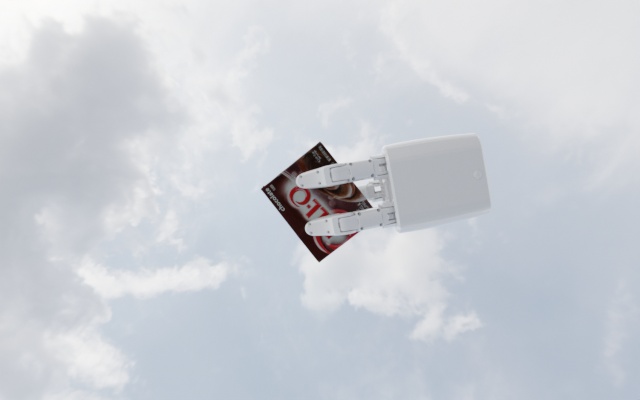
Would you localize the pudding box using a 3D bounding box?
[{"bbox_3d":[0.000,0.002,0.564,0.090,0.113,0.039,-38,0,4],"label":"pudding box"}]
